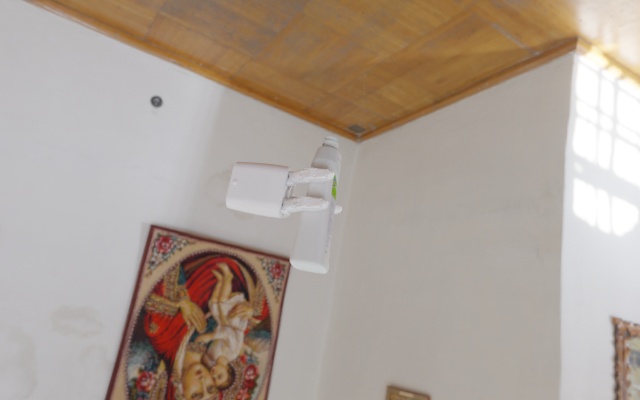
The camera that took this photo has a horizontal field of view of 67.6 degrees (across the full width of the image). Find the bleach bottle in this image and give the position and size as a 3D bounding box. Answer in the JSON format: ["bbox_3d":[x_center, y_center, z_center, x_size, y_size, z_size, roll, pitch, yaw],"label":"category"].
[{"bbox_3d":[0.000,0.003,0.891,0.068,0.250,0.103,8,-17,8],"label":"bleach bottle"}]
